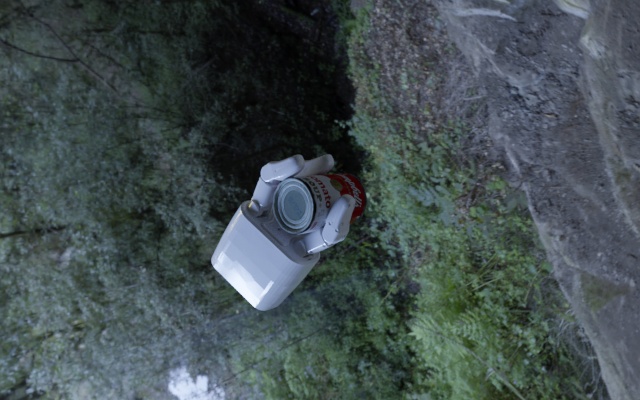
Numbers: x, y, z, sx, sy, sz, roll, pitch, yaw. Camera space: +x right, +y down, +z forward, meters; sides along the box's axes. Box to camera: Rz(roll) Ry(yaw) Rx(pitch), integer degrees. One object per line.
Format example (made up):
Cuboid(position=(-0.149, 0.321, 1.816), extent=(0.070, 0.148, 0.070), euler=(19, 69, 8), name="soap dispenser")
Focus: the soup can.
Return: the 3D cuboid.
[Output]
Cuboid(position=(0.000, 0.002, 0.583), extent=(0.068, 0.068, 0.102), euler=(0, 5, 40), name="soup can")
